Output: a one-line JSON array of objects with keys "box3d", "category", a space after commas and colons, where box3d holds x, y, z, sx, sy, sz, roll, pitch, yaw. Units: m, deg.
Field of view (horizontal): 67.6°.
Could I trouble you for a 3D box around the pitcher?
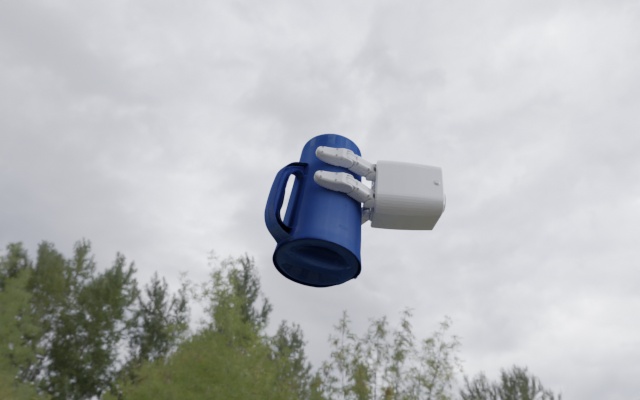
[{"box3d": [0.000, 0.003, 0.769, 0.145, 0.242, 0.149, 5, -39, 4], "category": "pitcher"}]
